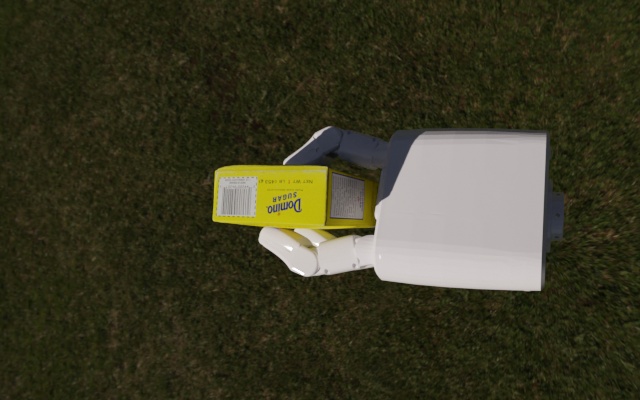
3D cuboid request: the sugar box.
[{"bbox_3d":[0.000,0.002,0.403,0.093,0.048,0.176,2,-4,26],"label":"sugar box"}]
